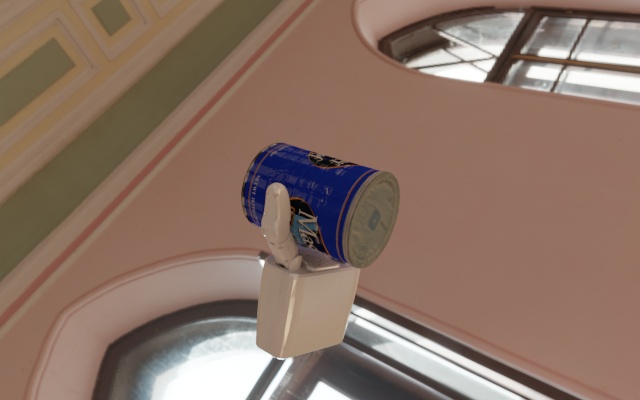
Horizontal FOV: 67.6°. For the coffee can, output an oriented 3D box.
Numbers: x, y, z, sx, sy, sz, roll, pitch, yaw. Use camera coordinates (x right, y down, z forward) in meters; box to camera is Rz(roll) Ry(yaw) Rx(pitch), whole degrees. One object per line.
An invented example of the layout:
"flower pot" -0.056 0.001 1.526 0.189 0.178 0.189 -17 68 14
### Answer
"coffee can" 0.000 0.002 0.519 0.140 0.103 0.103 19 10 32
